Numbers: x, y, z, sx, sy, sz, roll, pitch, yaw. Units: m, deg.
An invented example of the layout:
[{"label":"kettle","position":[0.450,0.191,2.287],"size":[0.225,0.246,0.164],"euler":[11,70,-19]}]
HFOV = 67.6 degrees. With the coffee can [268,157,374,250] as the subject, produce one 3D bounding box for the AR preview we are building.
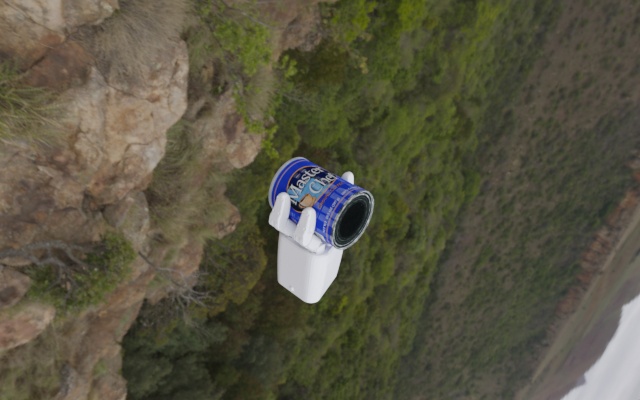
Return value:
[{"label":"coffee can","position":[0.000,0.002,0.775],"size":[0.140,0.103,0.103],"euler":[30,17,32]}]
